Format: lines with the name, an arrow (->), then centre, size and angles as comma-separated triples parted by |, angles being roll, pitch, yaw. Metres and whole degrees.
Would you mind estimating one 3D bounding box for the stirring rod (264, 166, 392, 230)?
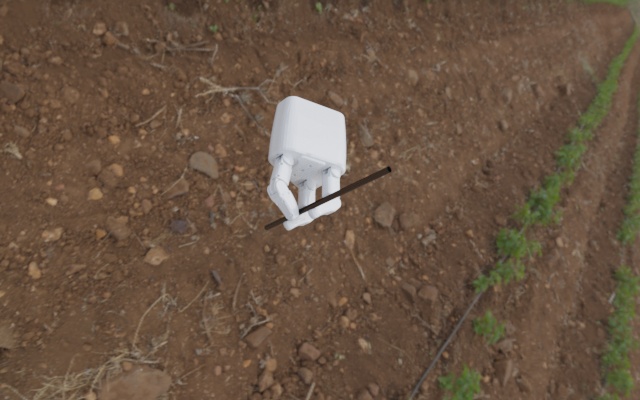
stirring rod -> 0.000, 0.002, 0.651 | 0.011, 0.011, 0.239 | 0, -19, -47
